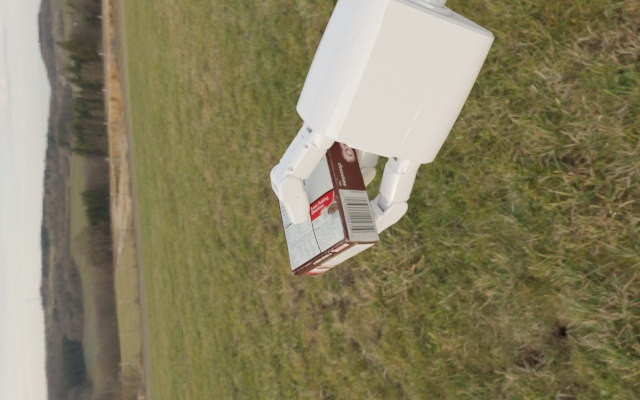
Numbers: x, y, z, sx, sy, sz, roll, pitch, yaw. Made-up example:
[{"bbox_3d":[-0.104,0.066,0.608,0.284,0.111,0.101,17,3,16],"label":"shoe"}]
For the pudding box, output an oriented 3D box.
[{"bbox_3d":[0.000,0.001,0.436,0.039,0.113,0.090,5,-27,-35],"label":"pudding box"}]
